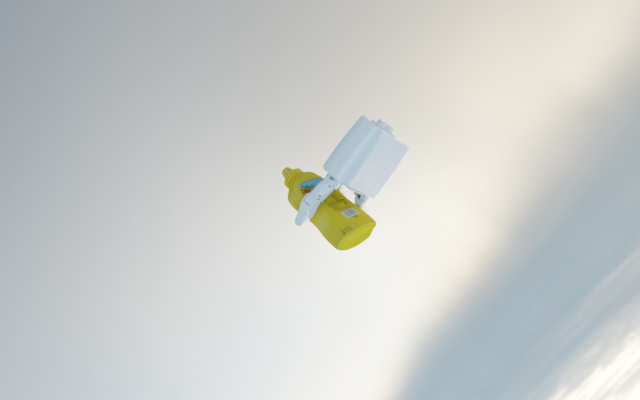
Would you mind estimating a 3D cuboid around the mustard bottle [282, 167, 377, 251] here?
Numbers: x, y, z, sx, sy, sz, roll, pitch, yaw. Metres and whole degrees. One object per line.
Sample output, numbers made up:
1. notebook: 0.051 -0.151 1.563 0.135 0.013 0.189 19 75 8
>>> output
1. mustard bottle: 0.000 0.003 0.828 0.191 0.058 0.096 42 39 25
